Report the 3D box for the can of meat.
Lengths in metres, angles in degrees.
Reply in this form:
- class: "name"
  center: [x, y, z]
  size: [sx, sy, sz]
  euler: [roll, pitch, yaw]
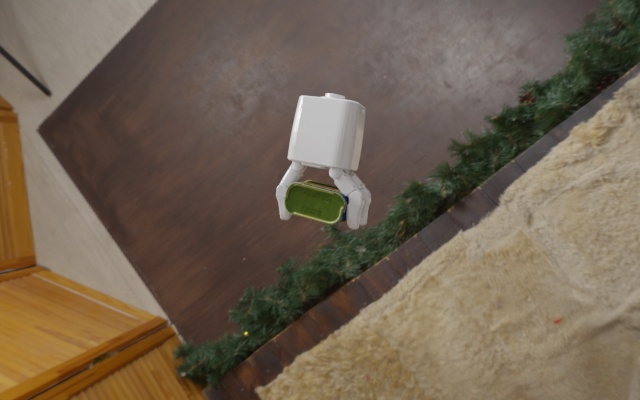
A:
- class: "can of meat"
  center: [0.000, 0.003, 0.772]
  size: [0.102, 0.057, 0.084]
  euler: [14, 6, 14]
